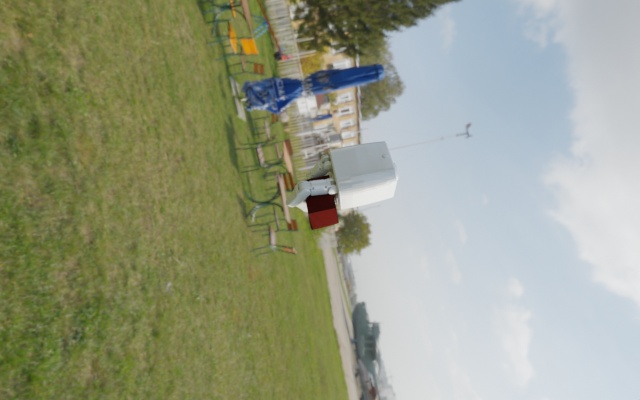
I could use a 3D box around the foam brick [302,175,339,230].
[{"bbox_3d":[0.000,0.003,0.855,0.051,0.078,0.053,-11,-36,0],"label":"foam brick"}]
